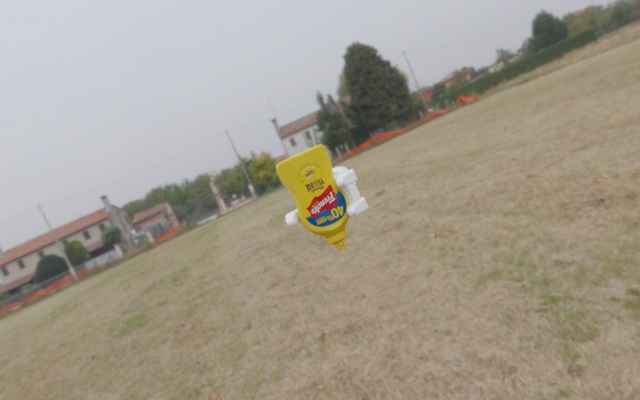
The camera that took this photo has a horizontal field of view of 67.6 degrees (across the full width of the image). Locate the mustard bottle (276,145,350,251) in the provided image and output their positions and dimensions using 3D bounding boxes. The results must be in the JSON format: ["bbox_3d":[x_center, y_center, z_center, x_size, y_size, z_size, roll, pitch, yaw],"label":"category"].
[{"bbox_3d":[0.000,0.003,0.866,0.096,0.191,0.058,-26,6,-10],"label":"mustard bottle"}]
